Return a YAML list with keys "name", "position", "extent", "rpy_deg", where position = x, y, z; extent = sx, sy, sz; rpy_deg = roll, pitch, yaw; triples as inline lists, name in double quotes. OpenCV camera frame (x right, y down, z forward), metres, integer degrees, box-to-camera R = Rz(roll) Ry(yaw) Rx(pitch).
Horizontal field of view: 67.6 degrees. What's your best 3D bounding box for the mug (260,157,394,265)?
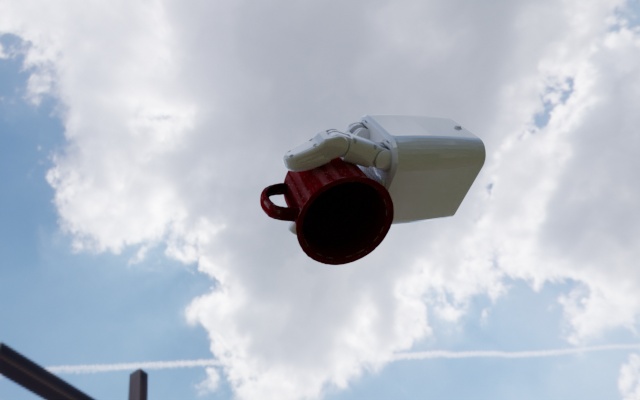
- name: "mug"
  position: [-0.001, 0.002, 0.455]
  extent: [0.117, 0.093, 0.081]
  rpy_deg: [-2, 29, -19]
